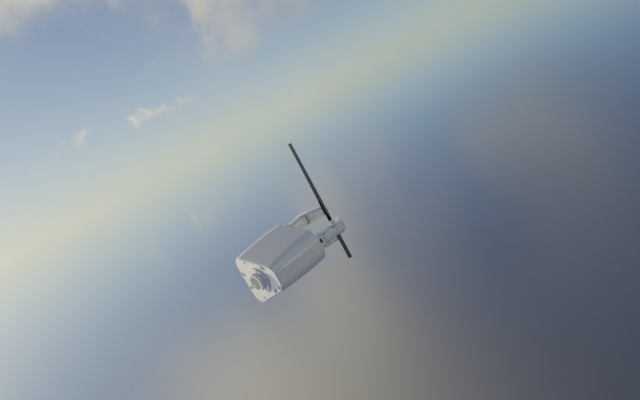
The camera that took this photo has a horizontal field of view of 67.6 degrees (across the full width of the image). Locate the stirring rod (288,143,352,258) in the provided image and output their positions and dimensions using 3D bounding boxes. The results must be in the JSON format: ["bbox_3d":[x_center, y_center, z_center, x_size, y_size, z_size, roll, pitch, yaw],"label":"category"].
[{"bbox_3d":[0.000,0.003,0.875,0.011,0.239,0.011,-27,12,6],"label":"stirring rod"}]
